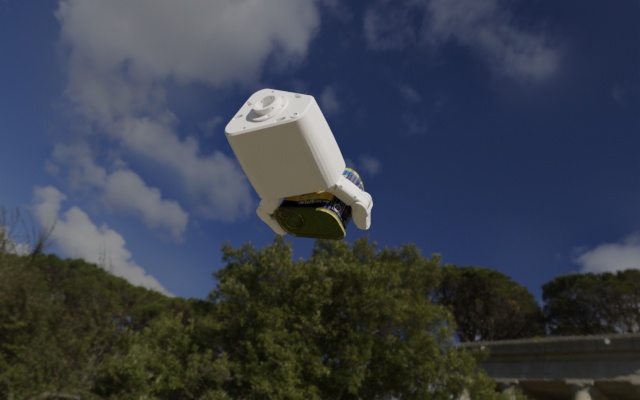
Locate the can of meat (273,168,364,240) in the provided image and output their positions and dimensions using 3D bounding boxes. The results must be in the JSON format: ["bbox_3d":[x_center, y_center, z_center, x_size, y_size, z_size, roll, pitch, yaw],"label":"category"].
[{"bbox_3d":[0.000,0.002,0.652,0.102,0.084,0.057,1,-43,34],"label":"can of meat"}]
